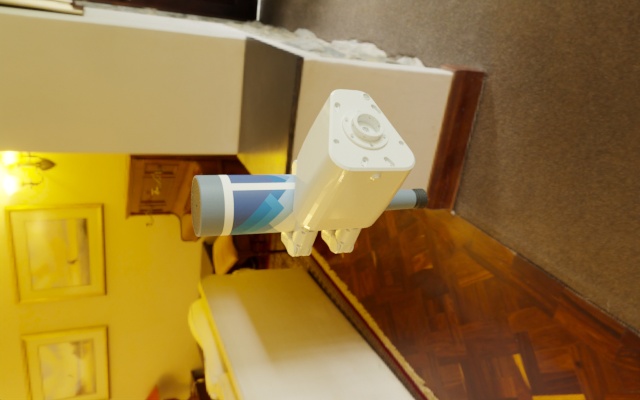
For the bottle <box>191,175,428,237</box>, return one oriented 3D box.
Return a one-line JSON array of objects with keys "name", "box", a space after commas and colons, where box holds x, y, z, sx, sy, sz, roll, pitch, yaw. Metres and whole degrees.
[{"name": "bottle", "box": [0.000, 0.002, 0.574, 0.296, 0.069, 0.069, -2, 1, -24]}]
